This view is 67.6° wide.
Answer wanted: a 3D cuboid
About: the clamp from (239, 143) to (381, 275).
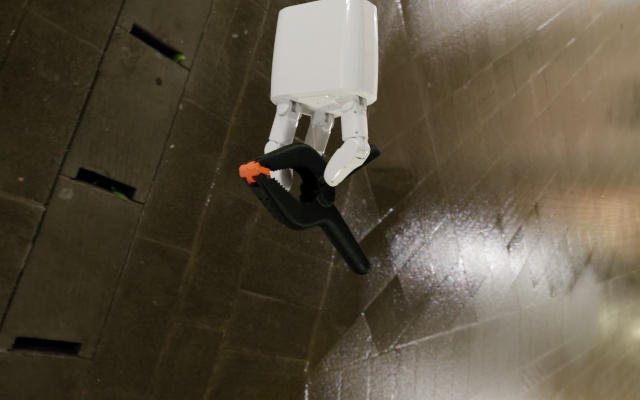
[{"bbox_3d":[0.000,0.001,0.535,0.036,0.164,0.210,-6,-10,42],"label":"clamp"}]
